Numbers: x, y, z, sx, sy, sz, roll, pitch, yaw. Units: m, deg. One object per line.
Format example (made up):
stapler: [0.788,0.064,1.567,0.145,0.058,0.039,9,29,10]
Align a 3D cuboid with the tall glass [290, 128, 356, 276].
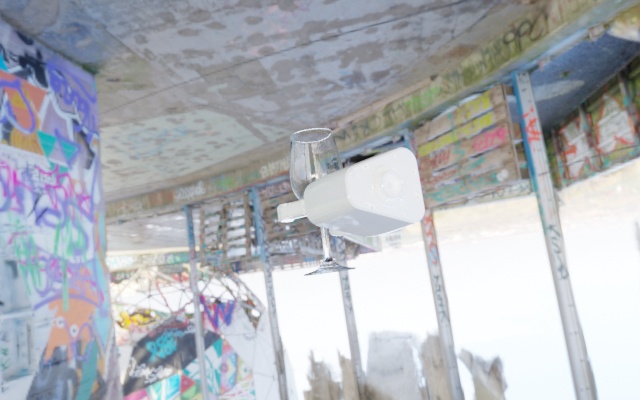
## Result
tall glass: [0.000,0.003,0.677,0.079,0.201,0.079,-8,-8,-1]
